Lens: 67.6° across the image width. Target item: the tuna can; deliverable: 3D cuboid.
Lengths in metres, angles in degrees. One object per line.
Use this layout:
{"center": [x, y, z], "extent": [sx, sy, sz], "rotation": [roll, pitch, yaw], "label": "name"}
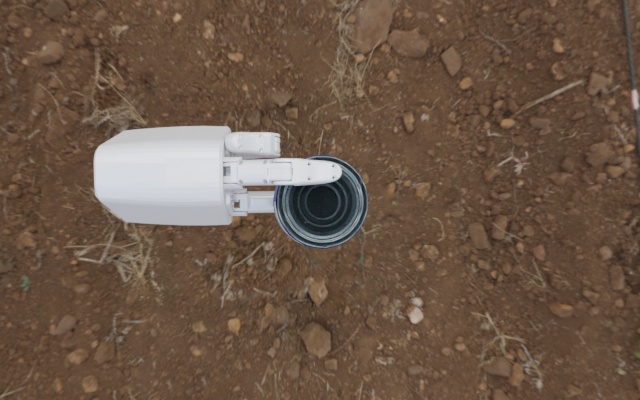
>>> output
{"center": [0.000, 0.001, 0.440], "extent": [0.086, 0.086, 0.034], "rotation": [0, -2, -9], "label": "tuna can"}
